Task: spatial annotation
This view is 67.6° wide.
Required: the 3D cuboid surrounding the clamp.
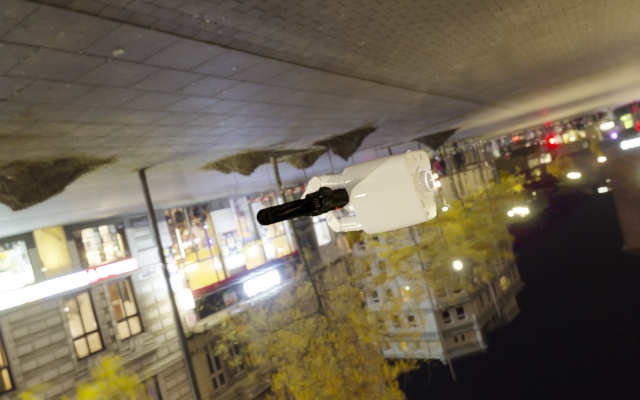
[{"bbox_3d":[0.000,0.003,0.702,0.120,0.039,0.171,-14,0,35],"label":"clamp"}]
